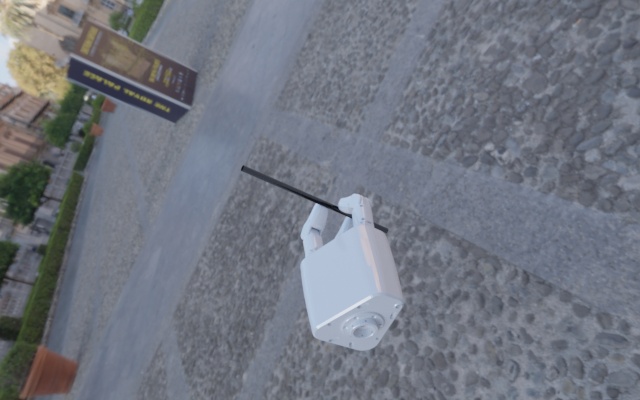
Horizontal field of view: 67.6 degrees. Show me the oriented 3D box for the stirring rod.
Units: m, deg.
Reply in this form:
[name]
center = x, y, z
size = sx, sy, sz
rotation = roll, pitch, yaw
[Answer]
[stirring rod]
center = 0.000, 0.002, 0.654
size = 0.239, 0.011, 0.011
rotation = 24, -11, -27
